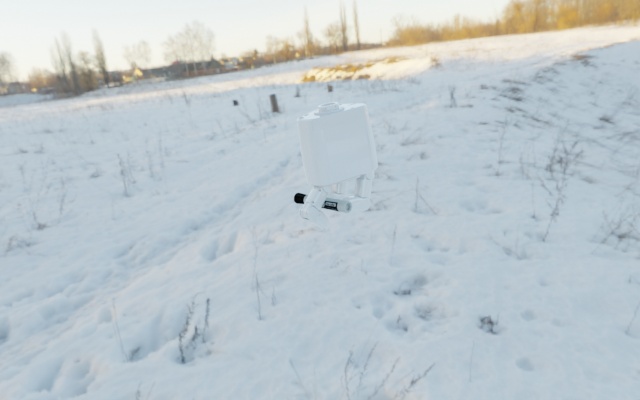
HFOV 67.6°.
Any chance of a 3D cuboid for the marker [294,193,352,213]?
[{"bbox_3d":[0.000,0.003,0.764,0.020,0.020,0.121,0,7,-44],"label":"marker"}]
